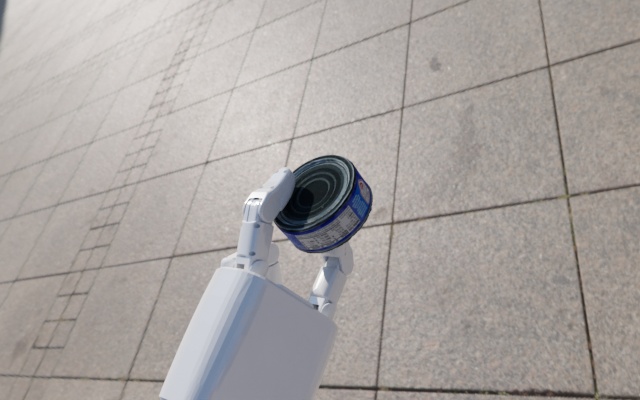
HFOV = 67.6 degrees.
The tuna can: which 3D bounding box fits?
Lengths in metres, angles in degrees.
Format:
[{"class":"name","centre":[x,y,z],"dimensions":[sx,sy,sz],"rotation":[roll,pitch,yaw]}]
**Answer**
[{"class":"tuna can","centre":[0.000,0.001,0.415],"dimensions":[0.086,0.086,0.034],"rotation":[0,-38,39]}]
